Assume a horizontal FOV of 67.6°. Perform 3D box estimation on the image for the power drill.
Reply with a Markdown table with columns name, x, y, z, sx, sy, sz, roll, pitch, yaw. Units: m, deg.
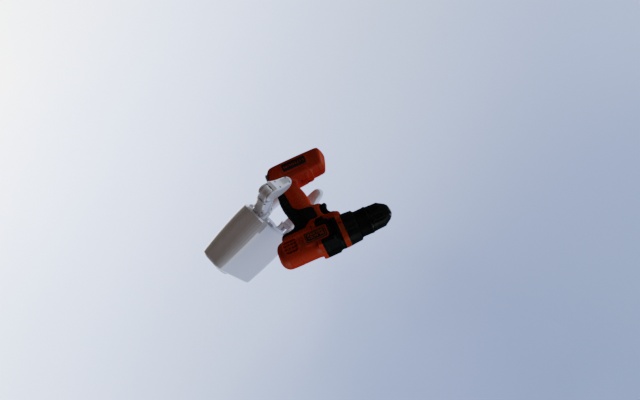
| name | x | y | z | sx | sy | sz | roll | pitch | yaw |
| --- | --- | --- | --- | --- | --- | --- | --- | --- | --- |
| power drill | 0.000 | 0.002 | 0.766 | 0.184 | 0.187 | 0.057 | -23 | -38 | 0 |
